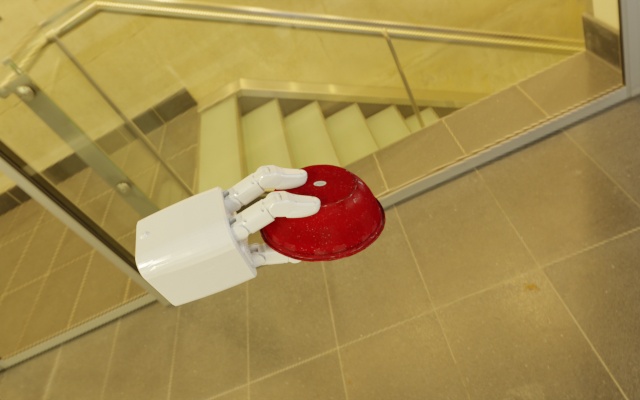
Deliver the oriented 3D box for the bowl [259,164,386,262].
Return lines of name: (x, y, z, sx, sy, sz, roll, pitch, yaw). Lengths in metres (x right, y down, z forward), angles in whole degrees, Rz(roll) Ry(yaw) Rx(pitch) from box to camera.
bowl: (0.001, 0.001, 0.593, 0.162, 0.055, 0.162, -3, 36, 2)
